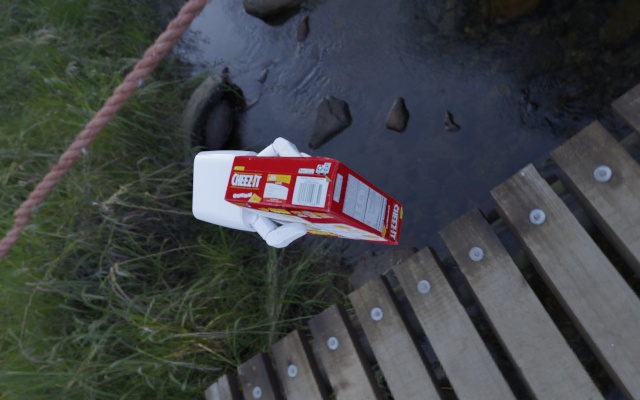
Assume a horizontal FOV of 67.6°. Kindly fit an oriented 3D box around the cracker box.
[{"bbox_3d":[0.000,0.002,0.668,0.164,0.072,0.214,5,-12,32],"label":"cracker box"}]
